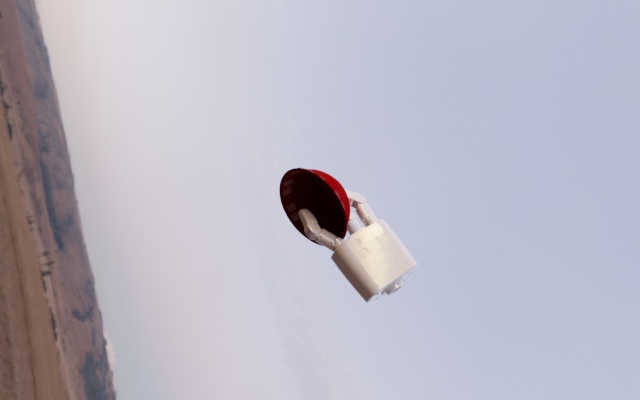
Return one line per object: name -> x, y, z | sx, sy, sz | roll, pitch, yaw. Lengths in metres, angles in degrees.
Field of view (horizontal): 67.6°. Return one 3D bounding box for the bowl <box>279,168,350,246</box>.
bowl -> 0.000, 0.002, 0.880 | 0.162, 0.162, 0.055 | 0, 28, 45
